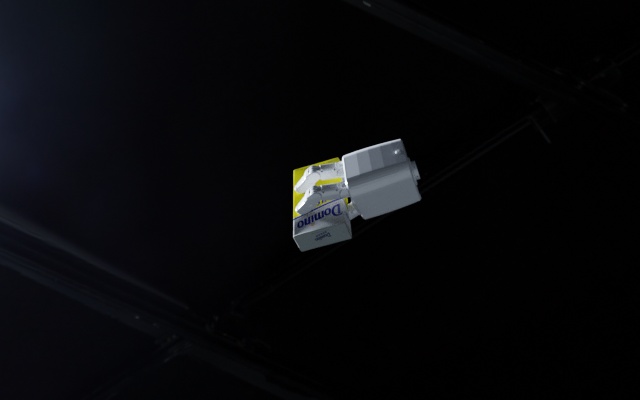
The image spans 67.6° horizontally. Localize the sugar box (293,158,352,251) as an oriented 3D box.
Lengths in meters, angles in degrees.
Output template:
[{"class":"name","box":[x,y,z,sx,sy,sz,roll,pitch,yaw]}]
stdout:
[{"class":"sugar box","box":[0.000,0.002,0.847,0.093,0.048,0.176,-16,39,11]}]
